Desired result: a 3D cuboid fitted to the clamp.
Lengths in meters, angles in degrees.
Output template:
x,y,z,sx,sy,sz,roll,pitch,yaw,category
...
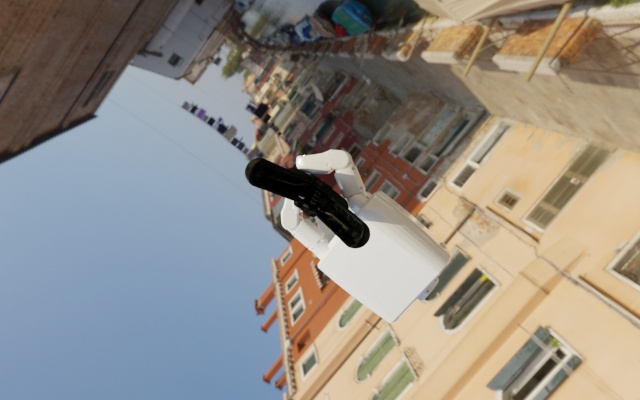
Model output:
x,y,z,sx,sy,sz,roll,pitch,yaw,category
0.000,0.002,0.470,0.120,0.039,0.171,39,9,7,clamp
